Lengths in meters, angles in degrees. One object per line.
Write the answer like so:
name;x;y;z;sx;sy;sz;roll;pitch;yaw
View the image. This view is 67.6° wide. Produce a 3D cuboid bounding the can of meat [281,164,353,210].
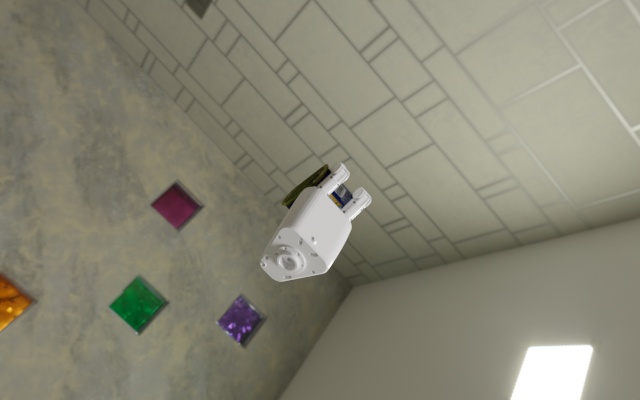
can of meat;0.000;0.003;0.802;0.102;0.084;0.057;-36;13;32
